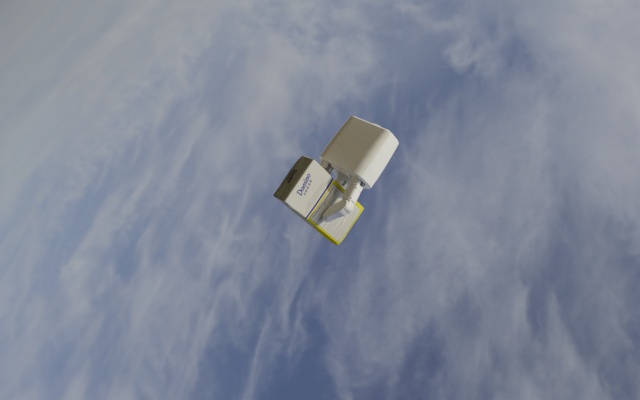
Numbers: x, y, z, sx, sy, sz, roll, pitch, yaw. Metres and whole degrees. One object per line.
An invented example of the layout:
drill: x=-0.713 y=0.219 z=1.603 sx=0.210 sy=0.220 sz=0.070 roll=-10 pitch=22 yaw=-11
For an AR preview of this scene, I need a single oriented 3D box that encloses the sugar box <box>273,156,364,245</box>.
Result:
sugar box: x=0.000 y=0.003 z=0.894 sx=0.048 sy=0.093 sz=0.176 roll=24 pitch=-14 yaw=50
